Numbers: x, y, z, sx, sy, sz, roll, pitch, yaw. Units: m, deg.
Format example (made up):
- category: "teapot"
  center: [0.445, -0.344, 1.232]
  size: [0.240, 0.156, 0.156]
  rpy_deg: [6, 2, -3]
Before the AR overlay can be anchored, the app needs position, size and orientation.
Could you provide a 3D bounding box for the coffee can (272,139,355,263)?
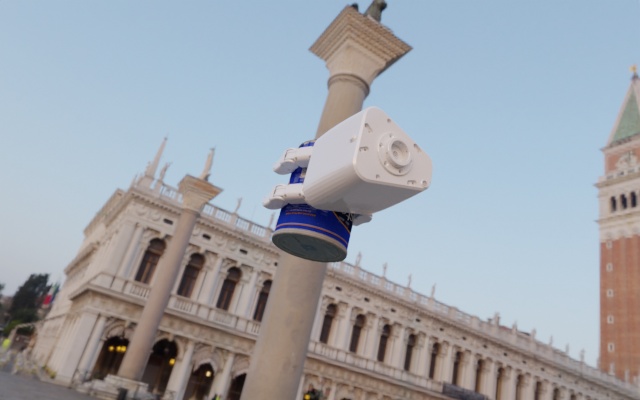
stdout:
- category: "coffee can"
  center: [0.000, 0.002, 0.658]
  size: [0.103, 0.140, 0.103]
  rpy_deg: [12, -24, 5]
